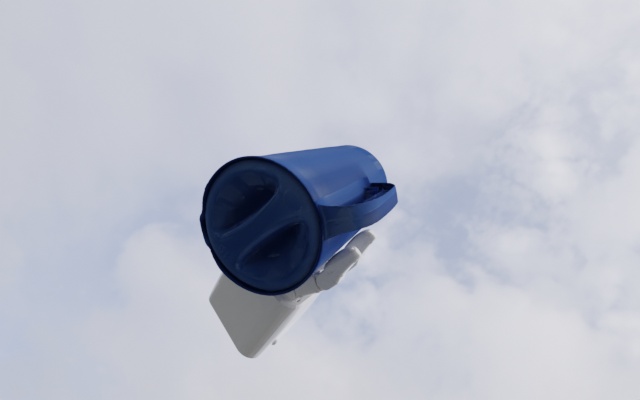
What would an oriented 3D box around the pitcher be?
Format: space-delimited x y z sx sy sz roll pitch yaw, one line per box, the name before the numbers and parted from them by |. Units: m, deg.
pitcher | 0.000 0.002 0.536 0.149 0.145 0.243 39 26 13
